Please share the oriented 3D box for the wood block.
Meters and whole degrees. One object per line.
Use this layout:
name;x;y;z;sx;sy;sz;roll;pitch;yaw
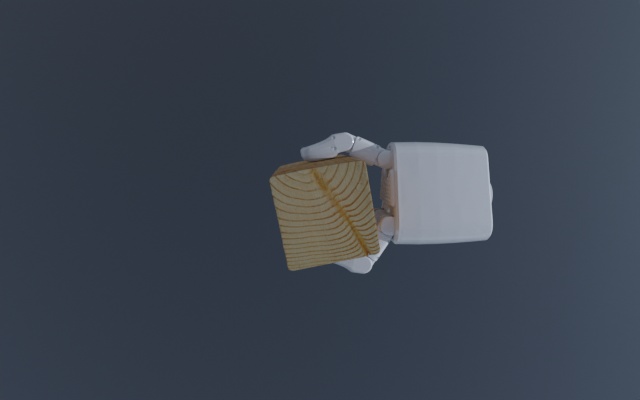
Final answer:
wood block;0.000;0.001;0.534;0.090;0.091;0.206;-11;7;-1
